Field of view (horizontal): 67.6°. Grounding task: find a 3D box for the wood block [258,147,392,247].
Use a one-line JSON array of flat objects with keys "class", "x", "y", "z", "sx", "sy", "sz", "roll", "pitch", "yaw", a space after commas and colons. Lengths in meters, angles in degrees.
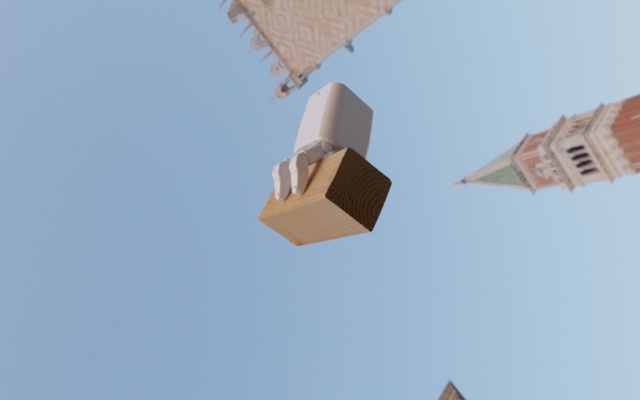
[{"class": "wood block", "x": 0.000, "y": 0.002, "z": 0.739, "sx": 0.091, "sy": 0.090, "sz": 0.206, "roll": 36, "pitch": -27, "yaw": -21}]
